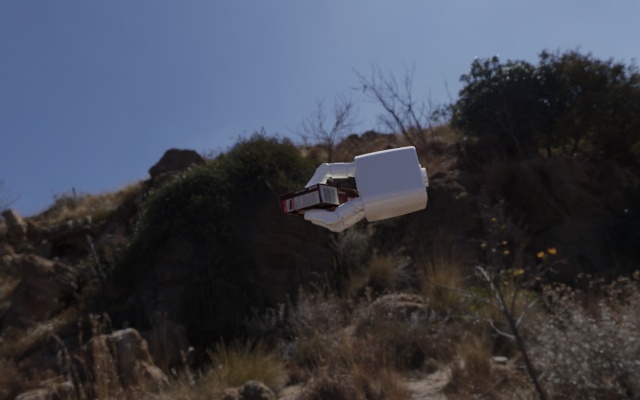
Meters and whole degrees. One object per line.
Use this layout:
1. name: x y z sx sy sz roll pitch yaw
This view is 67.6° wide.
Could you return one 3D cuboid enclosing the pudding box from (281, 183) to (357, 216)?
1. pudding box: 0.000 0.003 0.844 0.090 0.039 0.113 -17 -18 35
